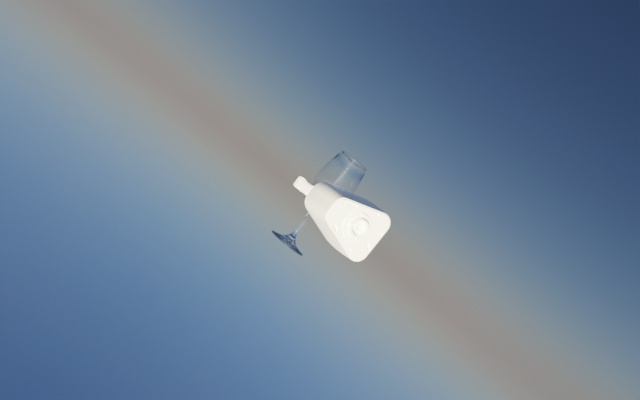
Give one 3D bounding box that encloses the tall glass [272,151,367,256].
[{"bbox_3d":[0.000,0.003,0.894,0.079,0.201,0.079,39,-1,1],"label":"tall glass"}]
